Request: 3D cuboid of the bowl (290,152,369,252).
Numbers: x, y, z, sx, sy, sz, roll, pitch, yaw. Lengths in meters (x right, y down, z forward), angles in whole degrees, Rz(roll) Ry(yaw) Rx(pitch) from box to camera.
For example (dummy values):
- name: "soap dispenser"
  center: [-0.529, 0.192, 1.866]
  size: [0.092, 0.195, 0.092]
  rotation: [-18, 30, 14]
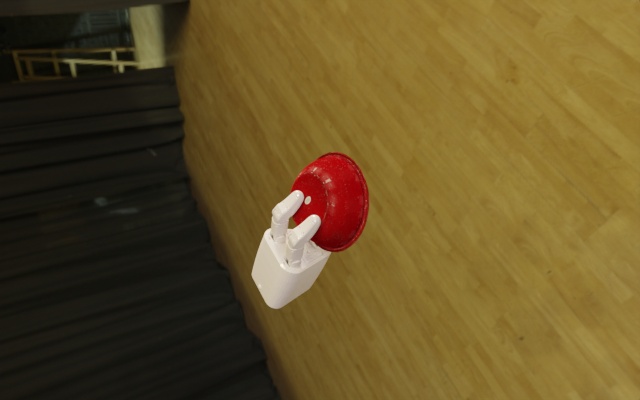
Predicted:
- name: "bowl"
  center: [0.000, 0.001, 0.753]
  size: [0.055, 0.162, 0.162]
  rotation: [1, -1, -42]
